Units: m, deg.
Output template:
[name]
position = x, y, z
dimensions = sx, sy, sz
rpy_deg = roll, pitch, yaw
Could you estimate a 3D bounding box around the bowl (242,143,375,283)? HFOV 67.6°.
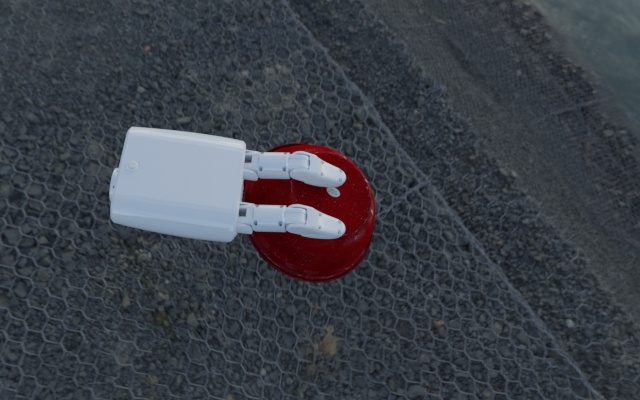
[bowl]
position = 0.001, 0.001, 0.503
dimensions = 0.162, 0.162, 0.055
rpy_deg = 0, -20, -28
